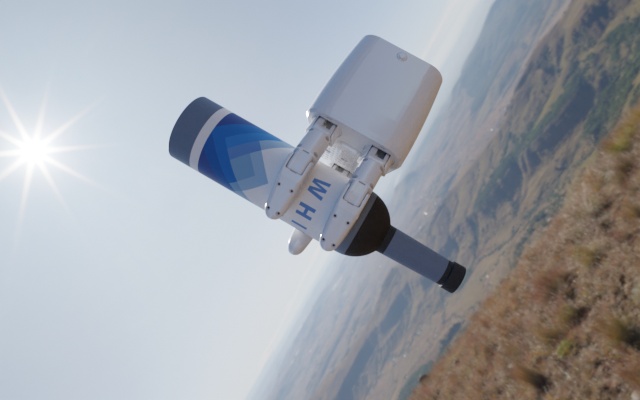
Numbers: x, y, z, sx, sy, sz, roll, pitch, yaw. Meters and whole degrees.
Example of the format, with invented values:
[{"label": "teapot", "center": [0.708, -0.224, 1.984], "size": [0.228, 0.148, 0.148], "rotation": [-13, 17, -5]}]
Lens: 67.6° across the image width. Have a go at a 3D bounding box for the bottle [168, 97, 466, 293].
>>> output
[{"label": "bottle", "center": [0.000, 0.001, 0.451], "size": [0.295, 0.069, 0.069], "rotation": [30, 2, 4]}]
